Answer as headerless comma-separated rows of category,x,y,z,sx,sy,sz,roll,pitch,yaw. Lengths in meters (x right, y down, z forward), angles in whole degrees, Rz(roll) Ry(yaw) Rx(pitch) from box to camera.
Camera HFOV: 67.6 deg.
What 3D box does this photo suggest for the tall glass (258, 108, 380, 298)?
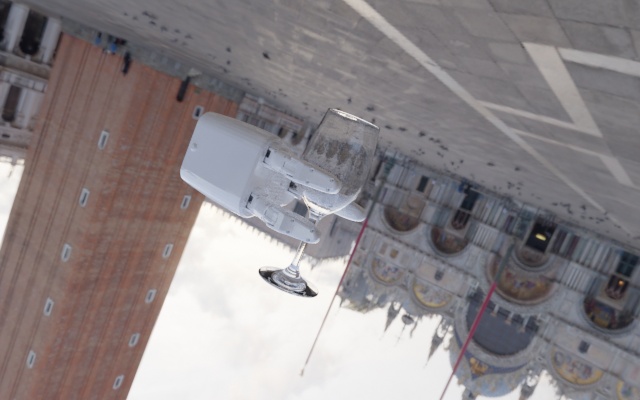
tall glass,0.000,0.002,0.533,0.079,0.201,0.079,22,7,-3
